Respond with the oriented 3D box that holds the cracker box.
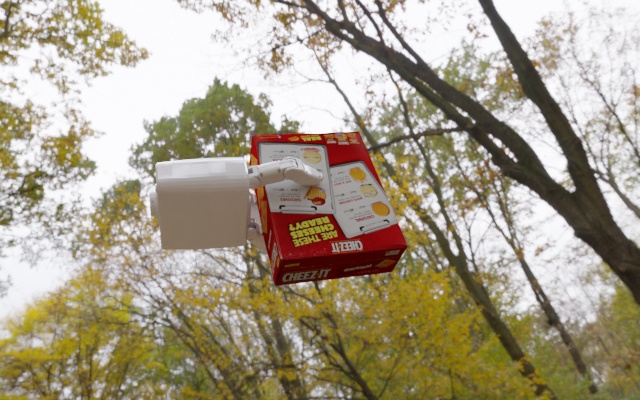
[{"bbox_3d":[0.000,0.002,0.650,0.164,0.213,0.072,-4,-39,-17],"label":"cracker box"}]
